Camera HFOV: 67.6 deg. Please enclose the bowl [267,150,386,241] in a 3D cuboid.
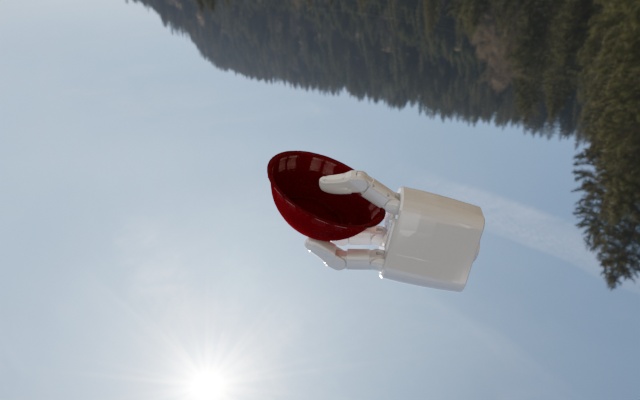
[{"bbox_3d":[-0.001,0.002,0.614,0.162,0.055,0.162,19,31,-12],"label":"bowl"}]
